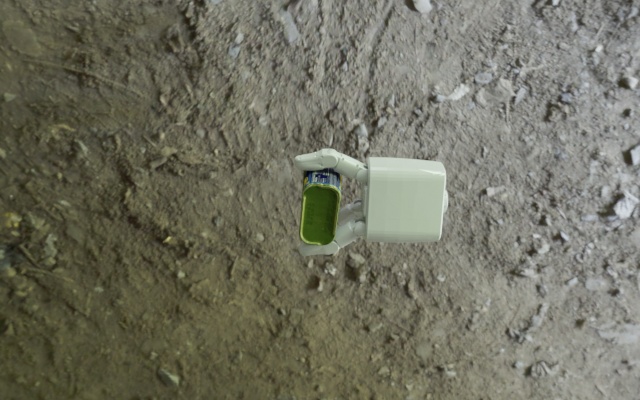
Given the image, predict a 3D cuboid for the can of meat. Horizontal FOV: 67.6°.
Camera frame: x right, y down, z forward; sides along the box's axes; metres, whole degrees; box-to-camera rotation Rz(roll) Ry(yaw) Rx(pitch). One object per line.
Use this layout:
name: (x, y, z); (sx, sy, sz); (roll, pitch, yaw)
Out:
can of meat: (0.000, 0.002, 0.681); (0.057, 0.102, 0.084); (5, 29, -1)
